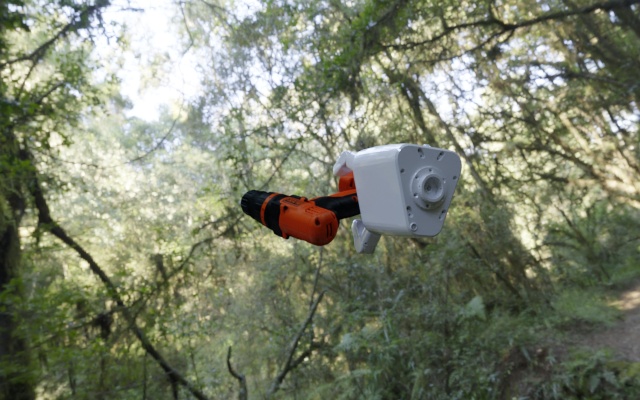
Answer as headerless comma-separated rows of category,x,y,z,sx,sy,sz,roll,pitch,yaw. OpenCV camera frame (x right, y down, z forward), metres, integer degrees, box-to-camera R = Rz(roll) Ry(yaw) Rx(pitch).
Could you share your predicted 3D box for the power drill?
power drill,0.001,0.002,0.691,0.187,0.057,0.184,-21,27,-37
